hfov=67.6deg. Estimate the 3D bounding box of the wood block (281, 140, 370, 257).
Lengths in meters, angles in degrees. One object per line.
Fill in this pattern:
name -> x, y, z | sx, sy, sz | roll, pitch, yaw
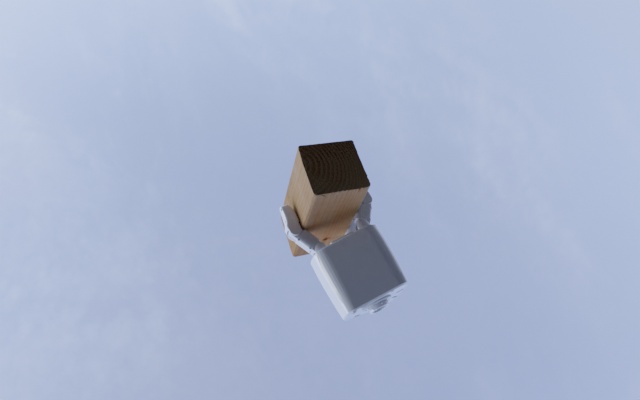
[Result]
wood block -> 0.000, 0.003, 0.782 | 0.091, 0.090, 0.206 | -9, -29, -18
